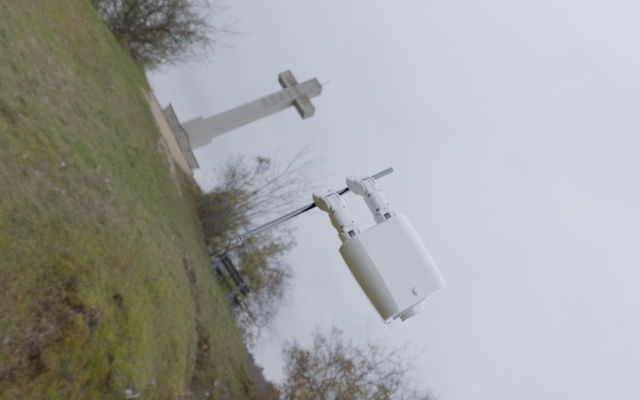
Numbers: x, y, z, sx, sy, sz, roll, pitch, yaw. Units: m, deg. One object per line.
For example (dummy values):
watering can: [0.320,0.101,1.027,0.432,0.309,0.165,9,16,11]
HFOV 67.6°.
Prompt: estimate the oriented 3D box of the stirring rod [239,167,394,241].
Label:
stirring rod: [0.000,0.002,0.657,0.239,0.011,0.011,-24,8,-18]
